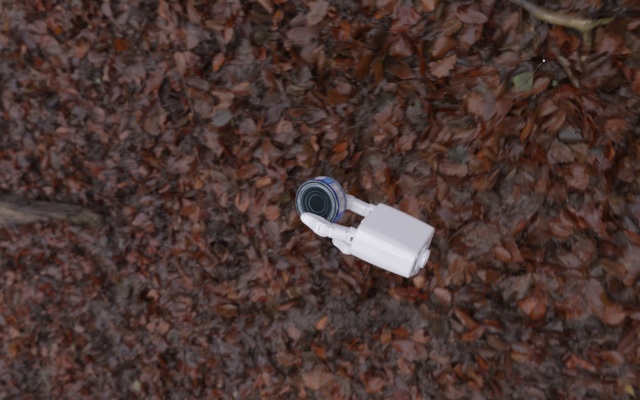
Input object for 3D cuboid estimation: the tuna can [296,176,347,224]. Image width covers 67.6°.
[{"bbox_3d":[0.000,0.003,0.825,0.086,0.086,0.033,0,13,30],"label":"tuna can"}]
